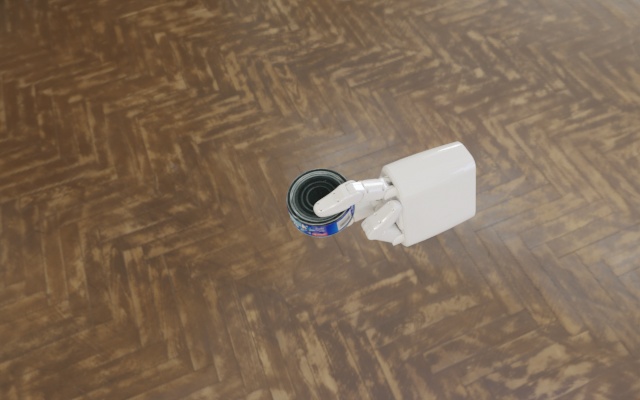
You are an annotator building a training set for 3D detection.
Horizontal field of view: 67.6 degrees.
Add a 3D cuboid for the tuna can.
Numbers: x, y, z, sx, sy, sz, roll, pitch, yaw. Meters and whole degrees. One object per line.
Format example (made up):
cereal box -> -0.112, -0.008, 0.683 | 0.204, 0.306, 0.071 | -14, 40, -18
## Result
tuna can -> 0.000, 0.002, 0.606 | 0.086, 0.086, 0.034 | 0, -30, 8
